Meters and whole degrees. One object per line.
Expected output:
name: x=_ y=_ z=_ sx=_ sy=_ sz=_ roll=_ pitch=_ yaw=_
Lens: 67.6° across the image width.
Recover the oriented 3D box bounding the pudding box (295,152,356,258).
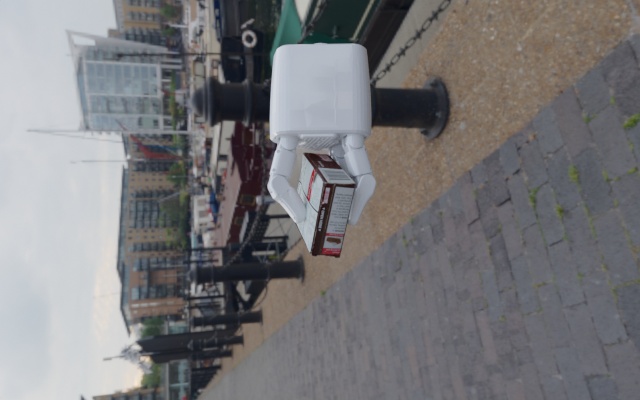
pudding box: x=0.000 y=0.002 z=0.558 sx=0.039 sy=0.090 sz=0.113 roll=5 pitch=20 yaw=-15
